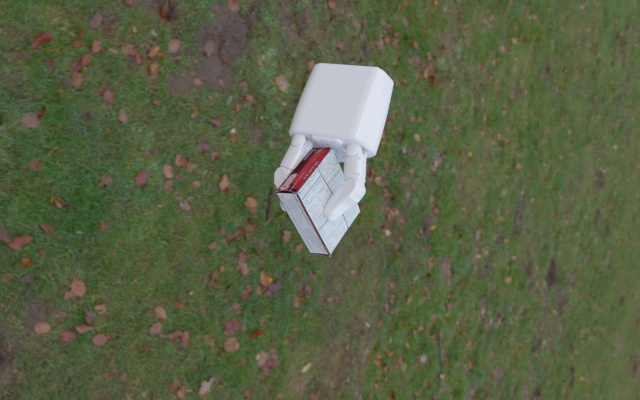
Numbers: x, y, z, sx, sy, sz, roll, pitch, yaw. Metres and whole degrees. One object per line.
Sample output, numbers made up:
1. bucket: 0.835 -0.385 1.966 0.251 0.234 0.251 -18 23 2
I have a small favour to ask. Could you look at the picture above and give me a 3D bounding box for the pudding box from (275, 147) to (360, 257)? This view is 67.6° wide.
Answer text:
1. pudding box: 0.000 0.002 0.611 0.039 0.113 0.090 3 43 40
